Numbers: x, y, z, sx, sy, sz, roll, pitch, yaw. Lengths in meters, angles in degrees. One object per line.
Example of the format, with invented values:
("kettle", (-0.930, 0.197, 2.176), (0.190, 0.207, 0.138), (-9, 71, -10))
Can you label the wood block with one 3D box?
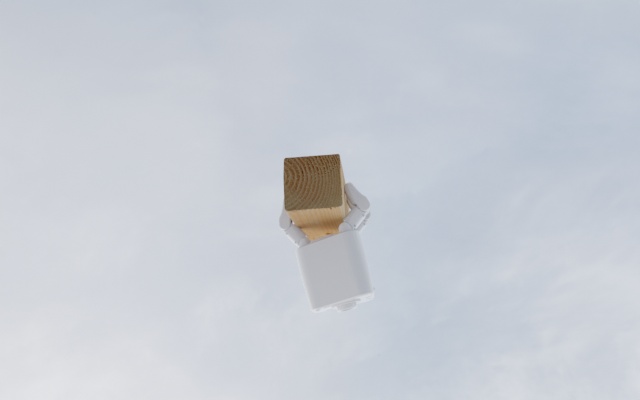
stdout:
("wood block", (0.000, 0.003, 0.824), (0.091, 0.090, 0.206), (-4, -19, 6))
